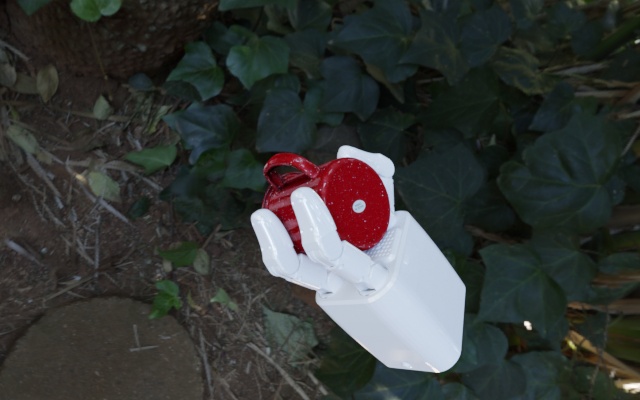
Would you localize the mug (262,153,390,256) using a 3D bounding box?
[{"bbox_3d":[-0.001,0.000,0.423,0.117,0.093,0.081,47,-36,-20],"label":"mug"}]
